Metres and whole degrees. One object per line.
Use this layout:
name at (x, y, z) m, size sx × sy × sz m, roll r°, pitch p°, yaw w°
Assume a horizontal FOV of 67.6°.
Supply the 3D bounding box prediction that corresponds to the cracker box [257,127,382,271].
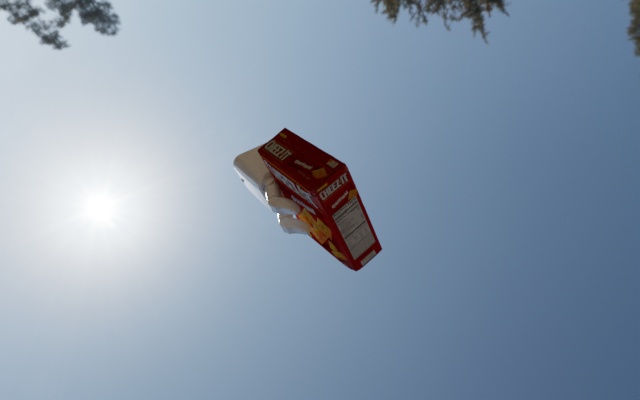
cracker box at (0.000, 0.003, 0.792) m, size 0.072 × 0.214 × 0.164 m, roll -41°, pitch 45°, yaw -14°
